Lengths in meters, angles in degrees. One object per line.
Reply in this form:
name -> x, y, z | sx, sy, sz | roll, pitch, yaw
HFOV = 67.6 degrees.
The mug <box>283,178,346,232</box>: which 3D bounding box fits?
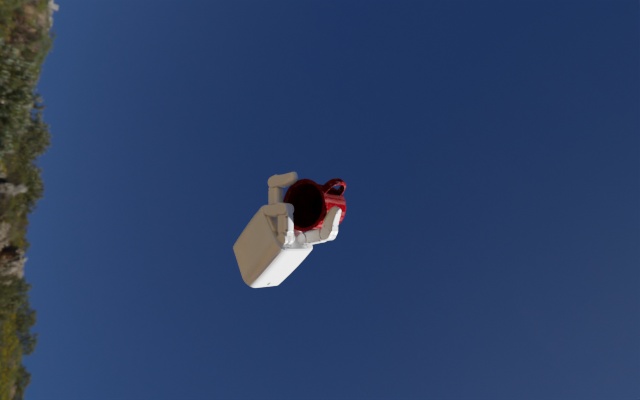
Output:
mug -> 0.001, 0.002, 0.864 | 0.117, 0.093, 0.081 | -48, -29, 22
